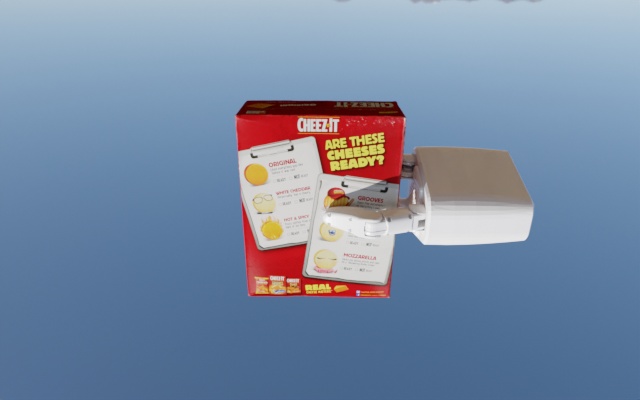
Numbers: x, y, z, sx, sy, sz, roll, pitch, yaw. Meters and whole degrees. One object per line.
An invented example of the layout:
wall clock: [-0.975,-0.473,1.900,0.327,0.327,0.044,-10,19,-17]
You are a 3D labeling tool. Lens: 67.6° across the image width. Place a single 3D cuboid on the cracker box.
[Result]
cracker box: [0.000,0.002,0.522,0.164,0.214,0.072,1,26,0]
